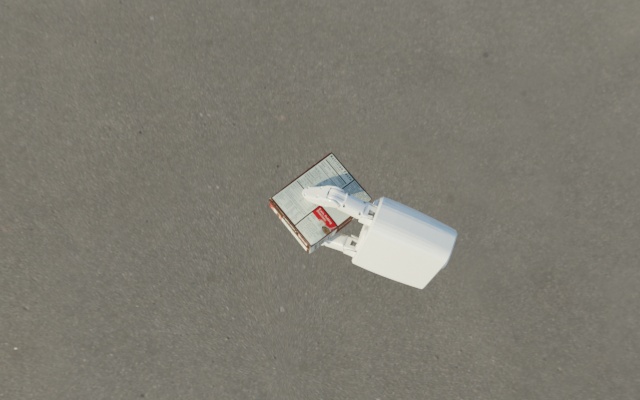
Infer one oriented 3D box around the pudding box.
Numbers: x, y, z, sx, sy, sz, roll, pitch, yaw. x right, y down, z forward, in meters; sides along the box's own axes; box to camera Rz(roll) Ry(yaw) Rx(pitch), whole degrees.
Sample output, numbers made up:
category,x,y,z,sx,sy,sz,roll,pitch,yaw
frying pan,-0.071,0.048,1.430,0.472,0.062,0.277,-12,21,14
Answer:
category,x,y,z,sx,sy,sz,roll,pitch,yaw
pudding box,0.000,0.002,0.649,0.113,0.090,0.039,-37,-11,-17
